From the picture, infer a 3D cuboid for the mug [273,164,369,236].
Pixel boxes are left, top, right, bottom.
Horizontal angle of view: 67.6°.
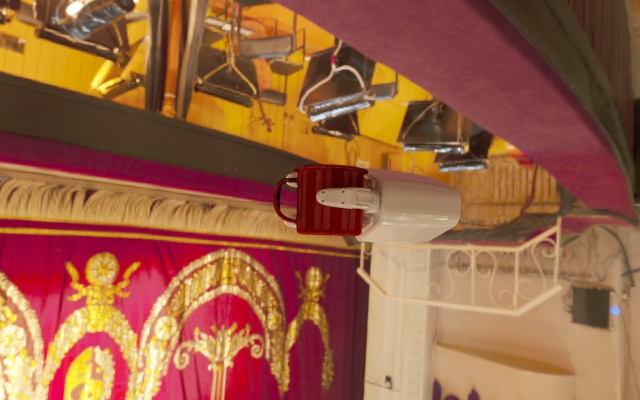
[{"bbox_3d":[-0.001,0.002,0.587,0.117,0.081,0.093,3,-5,-12],"label":"mug"}]
